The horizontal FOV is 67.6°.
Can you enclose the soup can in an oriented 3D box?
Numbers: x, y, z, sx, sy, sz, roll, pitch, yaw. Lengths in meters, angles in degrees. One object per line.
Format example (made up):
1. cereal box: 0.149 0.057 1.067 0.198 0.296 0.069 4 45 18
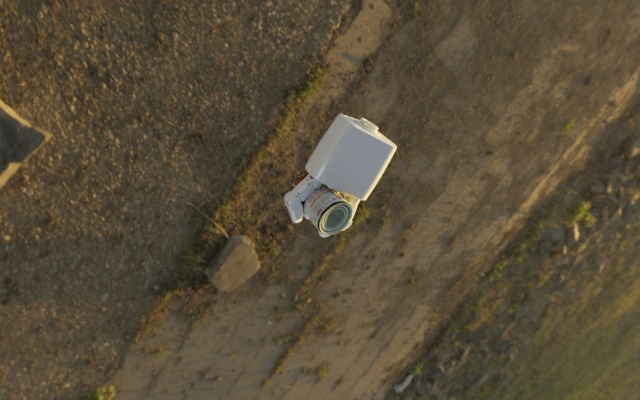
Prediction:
1. soup can: 0.000 0.003 0.804 0.068 0.068 0.102 0 33 -37
